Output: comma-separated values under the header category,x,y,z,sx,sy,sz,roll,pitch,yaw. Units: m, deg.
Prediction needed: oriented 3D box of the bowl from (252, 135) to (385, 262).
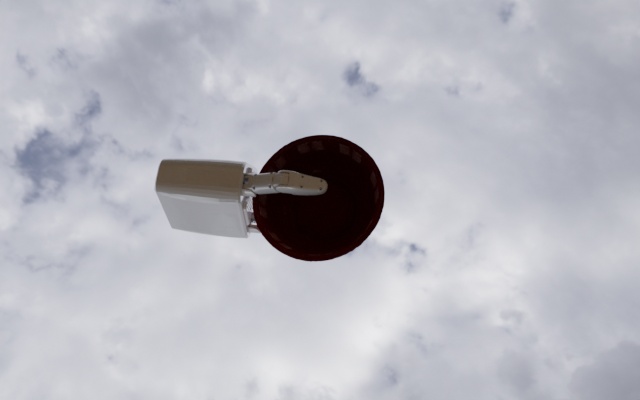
category,x,y,z,sx,sy,sz,roll,pitch,yaw
bowl,0.001,0.002,0.594,0.162,0.162,0.055,0,-19,11
